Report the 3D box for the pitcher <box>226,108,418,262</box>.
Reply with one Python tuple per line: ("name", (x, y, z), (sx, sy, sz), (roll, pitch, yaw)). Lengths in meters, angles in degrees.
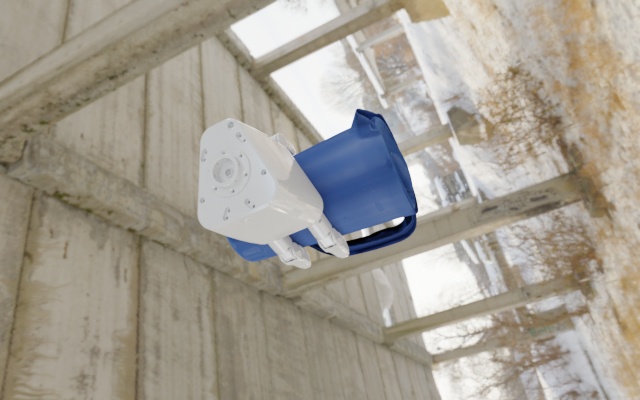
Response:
("pitcher", (0.000, 0.002, 0.625), (0.243, 0.149, 0.145), (-22, -17, 17))
